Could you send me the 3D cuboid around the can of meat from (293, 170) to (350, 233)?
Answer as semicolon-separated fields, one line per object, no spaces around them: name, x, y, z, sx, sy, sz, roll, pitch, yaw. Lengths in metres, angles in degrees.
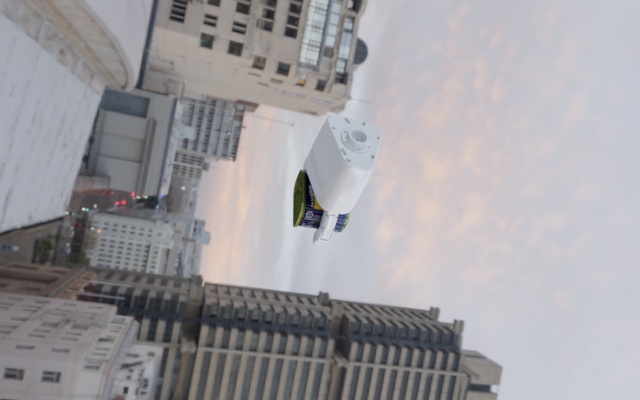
can of meat;0.000;0.003;0.815;0.084;0.102;0.057;10;-42;-14
